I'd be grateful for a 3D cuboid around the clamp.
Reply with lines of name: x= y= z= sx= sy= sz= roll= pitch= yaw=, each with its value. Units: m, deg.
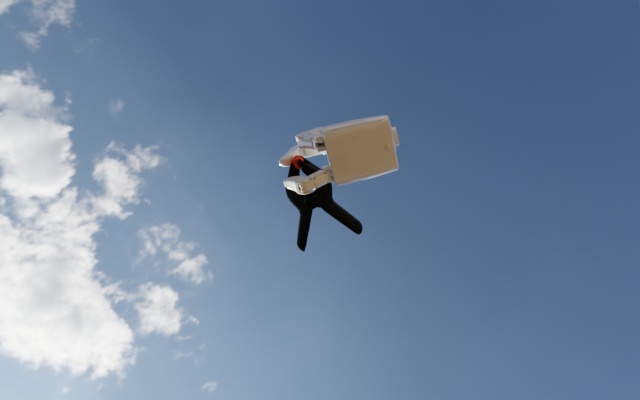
clamp: x=0.000 y=0.002 z=0.813 sx=0.120 sy=0.171 sz=0.039 roll=-12 pitch=22 yaw=6
